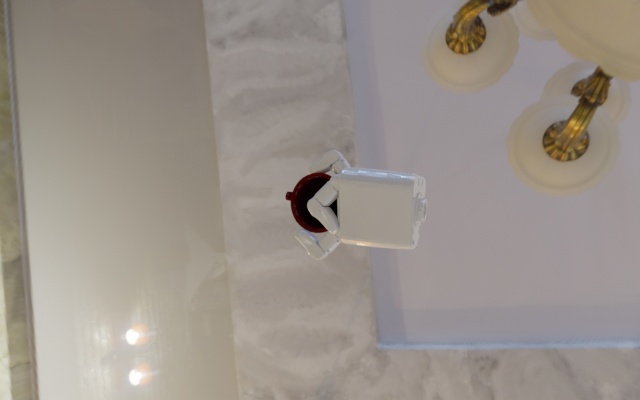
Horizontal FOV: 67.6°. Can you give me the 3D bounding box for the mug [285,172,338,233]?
[{"bbox_3d":[-0.001,0.002,0.773,0.117,0.093,0.081,8,2,23],"label":"mug"}]
